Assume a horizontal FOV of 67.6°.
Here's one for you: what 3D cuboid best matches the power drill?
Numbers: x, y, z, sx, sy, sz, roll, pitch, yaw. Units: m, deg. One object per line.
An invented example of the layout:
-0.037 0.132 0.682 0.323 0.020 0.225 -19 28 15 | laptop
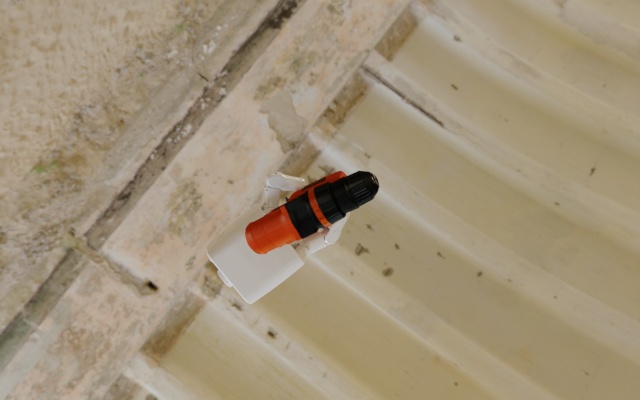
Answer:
0.000 0.002 0.663 0.184 0.057 0.187 -25 3 13 | power drill
